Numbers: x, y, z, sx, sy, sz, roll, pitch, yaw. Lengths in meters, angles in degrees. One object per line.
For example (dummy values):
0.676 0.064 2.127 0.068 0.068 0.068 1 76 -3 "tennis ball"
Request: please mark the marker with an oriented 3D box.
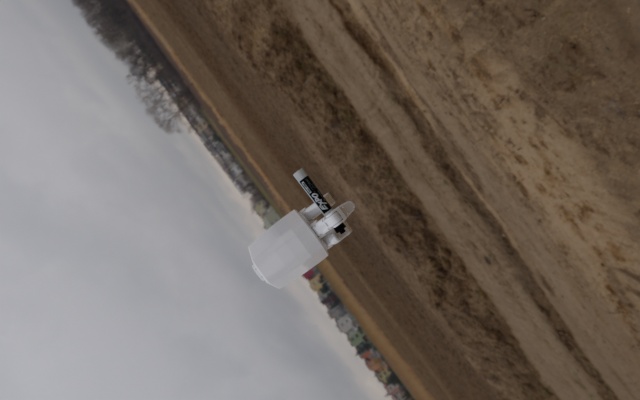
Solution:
0.000 0.002 0.752 0.020 0.121 0.020 -37 -1 -1 "marker"
